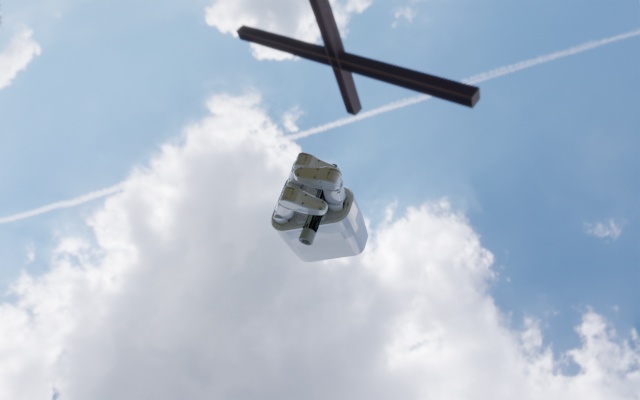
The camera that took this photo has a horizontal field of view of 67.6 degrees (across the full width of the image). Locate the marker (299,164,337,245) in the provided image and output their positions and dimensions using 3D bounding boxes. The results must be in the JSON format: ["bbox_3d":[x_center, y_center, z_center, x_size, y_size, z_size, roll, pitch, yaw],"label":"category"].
[{"bbox_3d":[0.000,0.002,0.622,0.020,0.121,0.020,16,-29,9],"label":"marker"}]
